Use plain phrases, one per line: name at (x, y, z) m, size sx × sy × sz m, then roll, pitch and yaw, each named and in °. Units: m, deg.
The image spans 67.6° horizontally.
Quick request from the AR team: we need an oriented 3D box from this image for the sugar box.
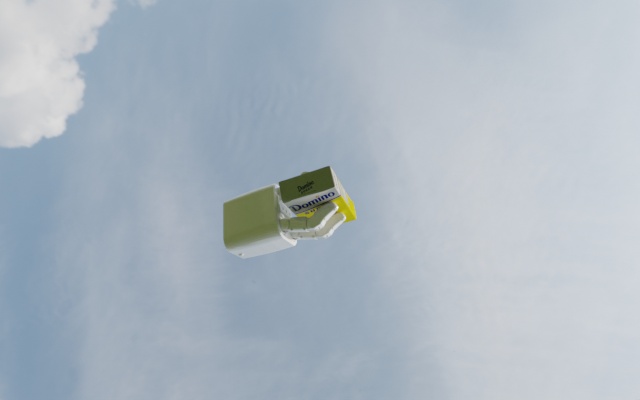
sugar box at (0.000, 0.003, 0.843) m, size 0.093 × 0.048 × 0.176 m, roll -17°, pitch -21°, yaw 11°
